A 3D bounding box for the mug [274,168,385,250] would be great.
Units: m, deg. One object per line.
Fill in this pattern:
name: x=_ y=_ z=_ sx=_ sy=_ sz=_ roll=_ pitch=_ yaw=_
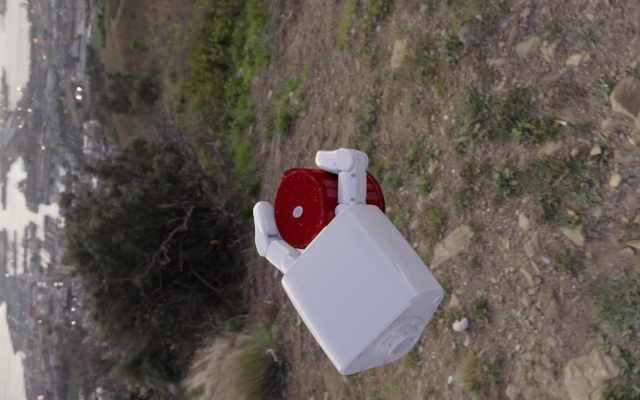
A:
mug: x=-0.001 y=0.001 z=0.505 sx=0.081 sy=0.093 sz=0.117 roll=2 pitch=38 yaw=-42
